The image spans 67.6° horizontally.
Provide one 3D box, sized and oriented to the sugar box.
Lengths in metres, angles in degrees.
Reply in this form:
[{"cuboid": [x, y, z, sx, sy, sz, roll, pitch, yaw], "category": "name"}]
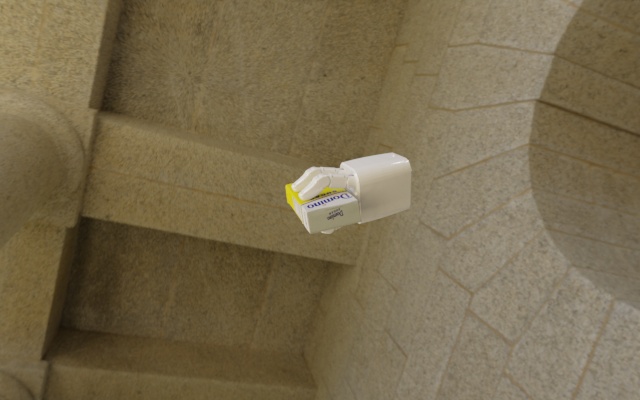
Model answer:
[{"cuboid": [0.000, 0.002, 0.861, 0.093, 0.048, 0.176, -13, 17, -13], "category": "sugar box"}]
